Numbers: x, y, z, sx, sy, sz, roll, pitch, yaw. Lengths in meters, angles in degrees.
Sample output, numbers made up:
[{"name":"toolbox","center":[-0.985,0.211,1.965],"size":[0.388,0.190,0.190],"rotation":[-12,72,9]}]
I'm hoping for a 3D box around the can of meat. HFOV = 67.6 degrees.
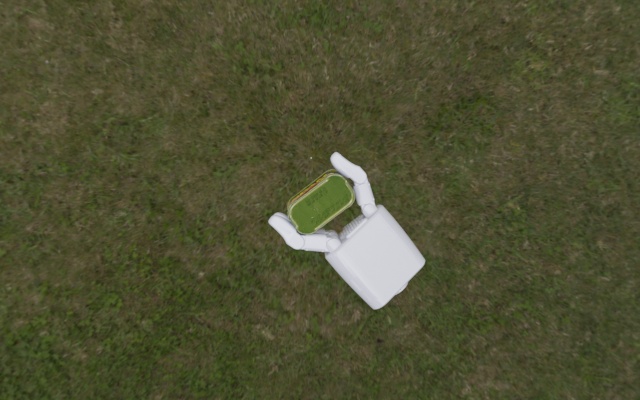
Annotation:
[{"name":"can of meat","center":[0.000,0.002,0.692],"size":[0.102,0.057,0.084],"rotation":[-37,5,2]}]
